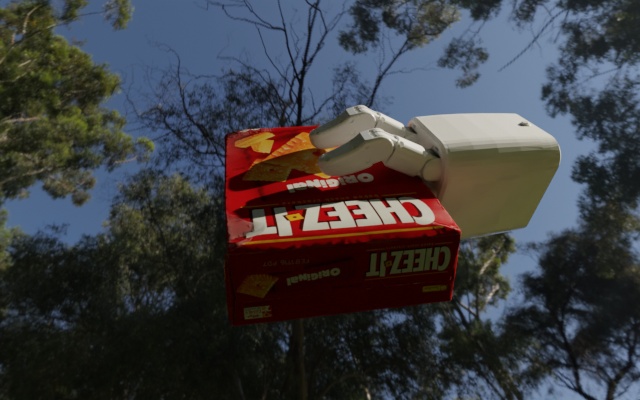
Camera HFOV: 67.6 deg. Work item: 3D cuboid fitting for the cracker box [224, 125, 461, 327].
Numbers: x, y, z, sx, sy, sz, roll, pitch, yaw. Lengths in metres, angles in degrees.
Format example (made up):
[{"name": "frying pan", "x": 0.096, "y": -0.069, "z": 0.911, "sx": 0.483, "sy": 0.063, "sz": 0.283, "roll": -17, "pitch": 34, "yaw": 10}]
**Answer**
[{"name": "cracker box", "x": 0.000, "y": 0.001, "z": 0.415, "sx": 0.164, "sy": 0.072, "sz": 0.213, "roll": -5, "pitch": 30, "yaw": -9}]
